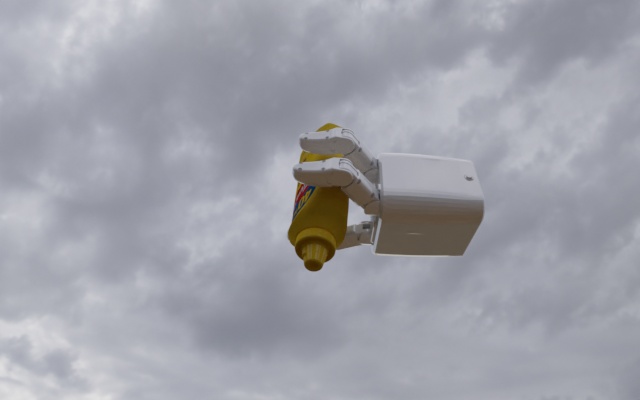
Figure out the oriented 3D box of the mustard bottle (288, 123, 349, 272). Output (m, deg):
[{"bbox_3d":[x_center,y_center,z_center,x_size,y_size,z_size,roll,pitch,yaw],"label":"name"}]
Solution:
[{"bbox_3d":[0.000,0.001,0.529,0.058,0.096,0.191,22,38,-14],"label":"mustard bottle"}]
